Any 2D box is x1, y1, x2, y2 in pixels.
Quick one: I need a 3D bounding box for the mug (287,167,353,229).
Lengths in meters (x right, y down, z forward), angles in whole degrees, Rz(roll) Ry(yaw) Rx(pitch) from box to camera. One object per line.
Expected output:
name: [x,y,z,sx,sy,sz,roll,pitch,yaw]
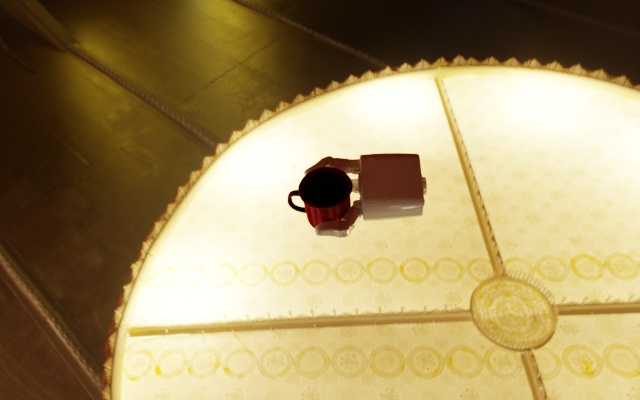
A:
mug: [-0.001,0.003,0.836,0.117,0.093,0.082,-2,-39,6]
